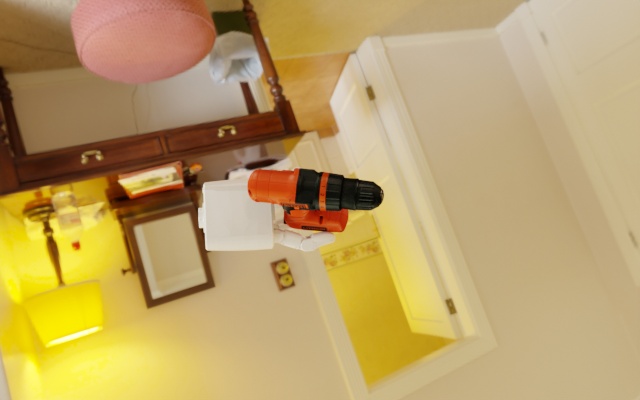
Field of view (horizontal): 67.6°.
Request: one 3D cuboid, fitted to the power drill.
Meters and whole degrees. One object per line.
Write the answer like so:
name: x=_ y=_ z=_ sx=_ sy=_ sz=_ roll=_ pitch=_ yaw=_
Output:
power drill: x=0.000 y=0.002 z=0.709 sx=0.184 sy=0.057 sz=0.188 roll=7 pitch=-15 yaw=8
